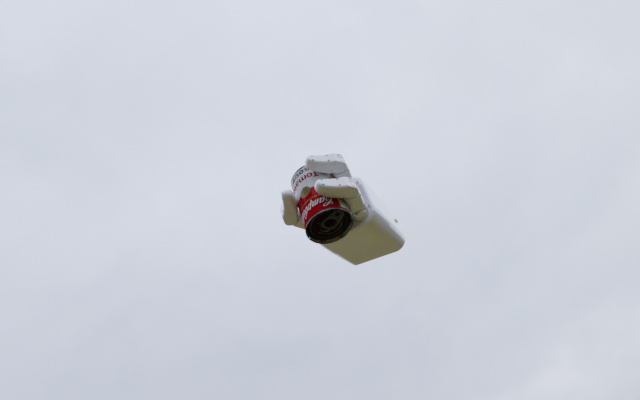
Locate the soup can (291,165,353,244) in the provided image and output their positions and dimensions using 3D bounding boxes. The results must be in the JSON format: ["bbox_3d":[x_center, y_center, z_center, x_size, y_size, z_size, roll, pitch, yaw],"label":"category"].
[{"bbox_3d":[0.000,0.002,0.684,0.068,0.068,0.102,0,42,-20],"label":"soup can"}]
